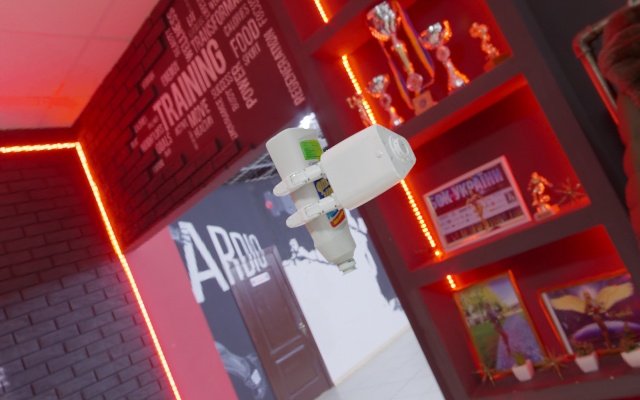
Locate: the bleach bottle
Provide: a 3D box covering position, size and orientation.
[{"bbox_3d":[0.000,0.003,0.798,0.068,0.251,0.102,-29,-9,30],"label":"bleach bottle"}]
